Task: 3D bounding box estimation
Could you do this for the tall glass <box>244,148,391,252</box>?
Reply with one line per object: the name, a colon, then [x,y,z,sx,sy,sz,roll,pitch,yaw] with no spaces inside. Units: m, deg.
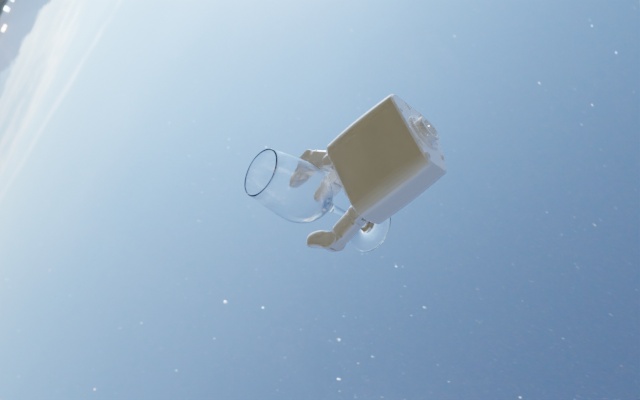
tall glass: [0.000,0.002,0.620,0.201,0.079,0.079,26,-16,-37]
